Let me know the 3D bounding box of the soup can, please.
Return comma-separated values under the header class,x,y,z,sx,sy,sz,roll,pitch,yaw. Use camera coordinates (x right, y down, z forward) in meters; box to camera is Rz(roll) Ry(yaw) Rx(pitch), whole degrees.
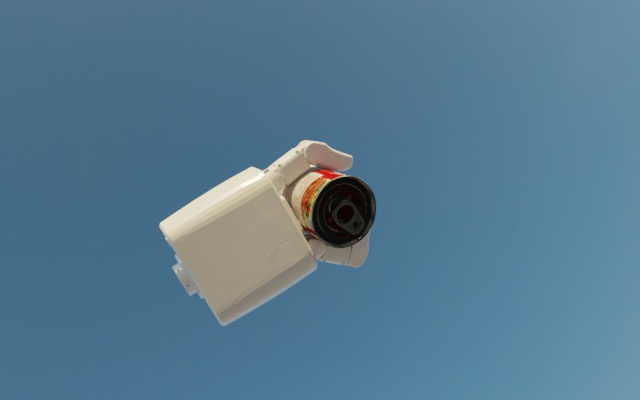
class,x,y,z,sx,sy,sz,roll,pitch,yaw
soup can,0.000,0.001,0.480,0.068,0.068,0.102,0,11,-27
